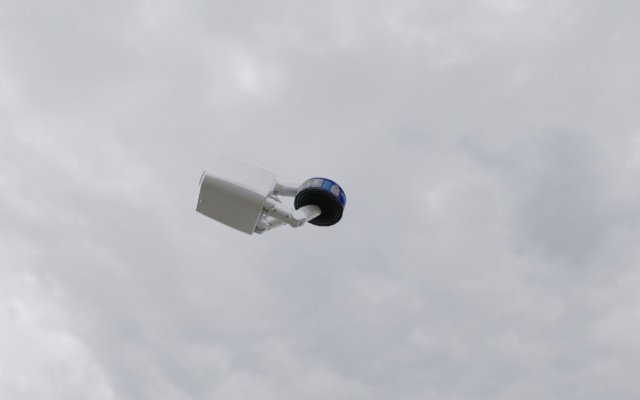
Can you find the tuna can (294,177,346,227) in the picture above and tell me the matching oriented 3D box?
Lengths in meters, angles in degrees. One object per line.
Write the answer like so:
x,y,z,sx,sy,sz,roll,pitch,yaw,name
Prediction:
0.000,0.002,0.812,0.086,0.086,0.033,0,40,19,tuna can
